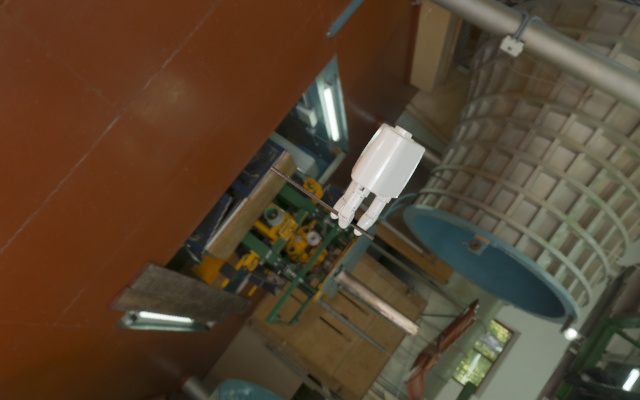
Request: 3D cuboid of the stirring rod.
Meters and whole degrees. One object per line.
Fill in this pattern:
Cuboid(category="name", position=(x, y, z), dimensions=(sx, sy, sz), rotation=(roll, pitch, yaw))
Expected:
Cuboid(category="stirring rod", position=(0.000, 0.003, 0.890), dimensions=(0.239, 0.011, 0.011), rotation=(35, 10, 15))
